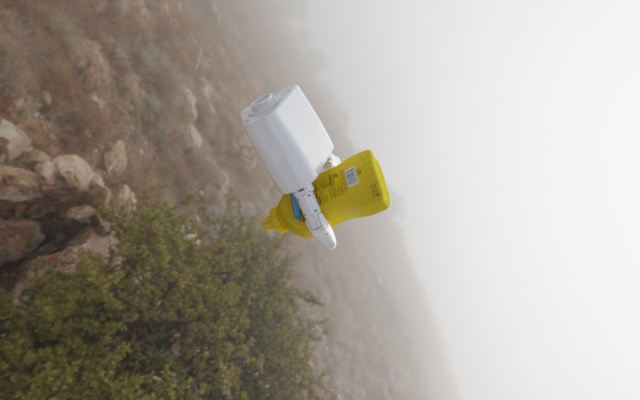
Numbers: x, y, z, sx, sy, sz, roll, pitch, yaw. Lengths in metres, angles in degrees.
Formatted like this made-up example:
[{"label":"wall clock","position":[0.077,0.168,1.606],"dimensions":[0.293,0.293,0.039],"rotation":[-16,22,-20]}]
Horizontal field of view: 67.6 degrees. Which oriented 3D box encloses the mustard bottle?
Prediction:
[{"label":"mustard bottle","position":[0.000,0.002,0.691],"dimensions":[0.191,0.096,0.058],"rotation":[-23,-39,16]}]
